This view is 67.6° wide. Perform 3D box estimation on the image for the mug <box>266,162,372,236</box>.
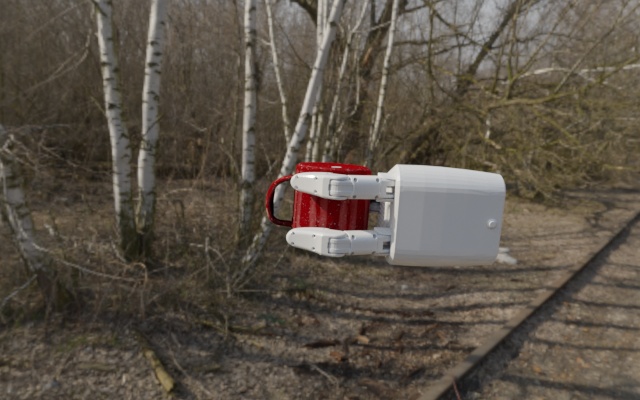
[{"bbox_3d":[-0.001,0.001,0.514,0.117,0.081,0.093,3,9,-4],"label":"mug"}]
